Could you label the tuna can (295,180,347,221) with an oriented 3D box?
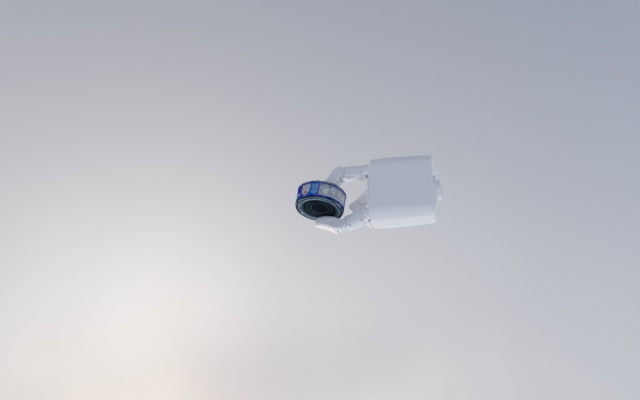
[{"bbox_3d":[0.000,0.003,0.816,0.086,0.033,0.086,7,-30,4],"label":"tuna can"}]
